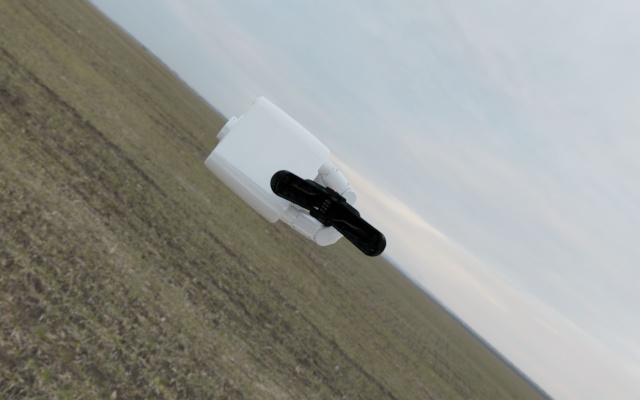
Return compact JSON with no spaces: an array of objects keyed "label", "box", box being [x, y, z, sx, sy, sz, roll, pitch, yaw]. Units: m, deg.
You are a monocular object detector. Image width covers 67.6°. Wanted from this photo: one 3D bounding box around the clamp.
[{"label":"clamp","box":[0.001,0.001,0.496,0.120,0.039,0.171,39,1,-11]}]
